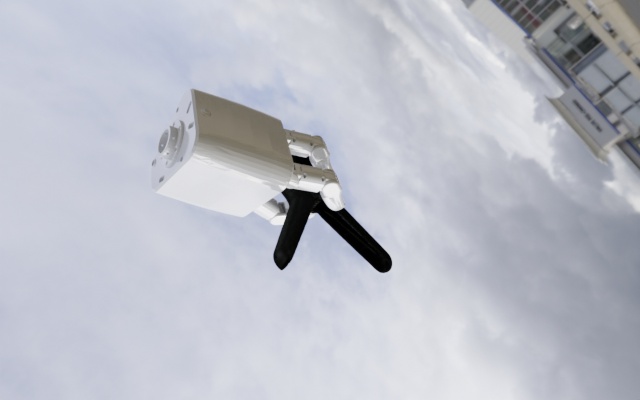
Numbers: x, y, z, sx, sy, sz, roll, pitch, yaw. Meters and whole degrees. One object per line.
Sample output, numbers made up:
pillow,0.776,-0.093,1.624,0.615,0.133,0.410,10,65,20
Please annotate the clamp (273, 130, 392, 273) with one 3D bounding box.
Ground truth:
clamp,-0.001,0.002,0.578,0.164,0.209,0.036,16,-47,-35
